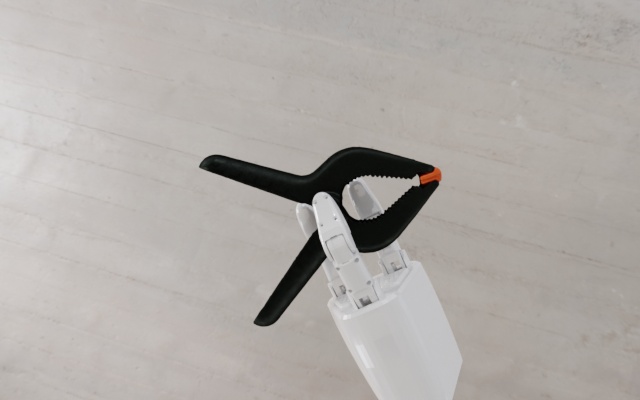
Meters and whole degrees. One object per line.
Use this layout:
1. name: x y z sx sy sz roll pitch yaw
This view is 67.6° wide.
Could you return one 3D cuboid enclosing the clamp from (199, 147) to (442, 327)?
1. clamp: 0.001 0.001 0.425 0.210 0.164 0.036 -26 1 9
